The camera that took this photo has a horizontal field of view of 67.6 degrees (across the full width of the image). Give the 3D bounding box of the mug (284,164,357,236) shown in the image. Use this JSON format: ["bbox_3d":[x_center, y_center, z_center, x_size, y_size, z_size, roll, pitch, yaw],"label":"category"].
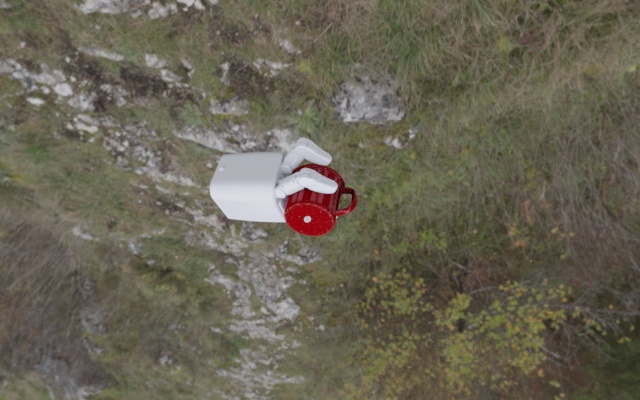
[{"bbox_3d":[0.002,0.003,0.757,0.117,0.081,0.093,1,-43,12],"label":"mug"}]
